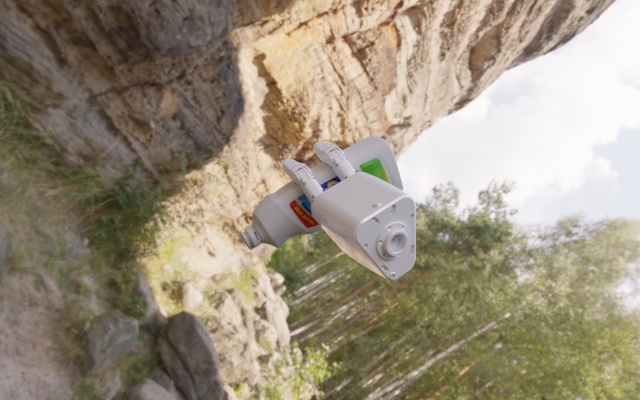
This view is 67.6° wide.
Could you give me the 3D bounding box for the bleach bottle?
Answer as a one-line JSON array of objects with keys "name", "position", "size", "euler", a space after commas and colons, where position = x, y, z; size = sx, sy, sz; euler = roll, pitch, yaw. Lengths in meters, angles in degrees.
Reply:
[{"name": "bleach bottle", "position": [0.000, 0.002, 0.705], "size": [0.251, 0.103, 0.068], "euler": [-31, 29, -17]}]
